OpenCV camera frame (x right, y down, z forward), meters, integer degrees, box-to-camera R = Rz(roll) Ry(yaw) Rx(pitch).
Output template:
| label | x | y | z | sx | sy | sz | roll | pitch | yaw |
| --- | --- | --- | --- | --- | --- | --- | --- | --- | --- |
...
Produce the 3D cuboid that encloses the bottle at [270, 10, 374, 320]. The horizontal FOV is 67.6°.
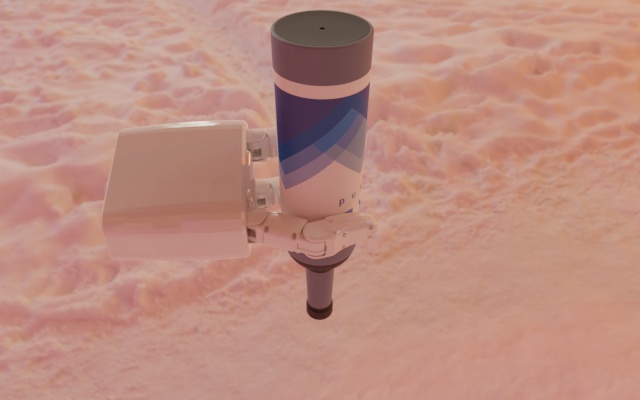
| label | x | y | z | sx | sy | sz | roll | pitch | yaw |
| --- | --- | --- | --- | --- | --- | --- | --- | --- | --- |
| bottle | 0.000 | 0.001 | 0.400 | 0.069 | 0.296 | 0.069 | 0 | 41 | 0 |
